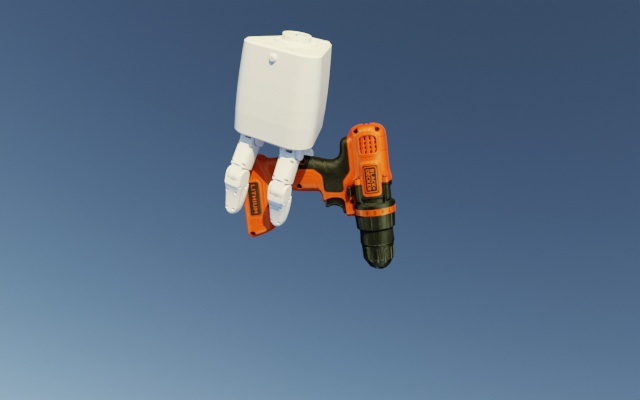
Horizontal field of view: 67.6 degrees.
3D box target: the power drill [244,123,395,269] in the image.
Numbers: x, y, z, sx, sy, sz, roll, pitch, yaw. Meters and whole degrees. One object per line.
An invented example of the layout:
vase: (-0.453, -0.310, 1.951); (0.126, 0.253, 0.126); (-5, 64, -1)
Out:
power drill: (0.000, 0.002, 0.608); (0.187, 0.184, 0.057); (-5, 8, 6)
